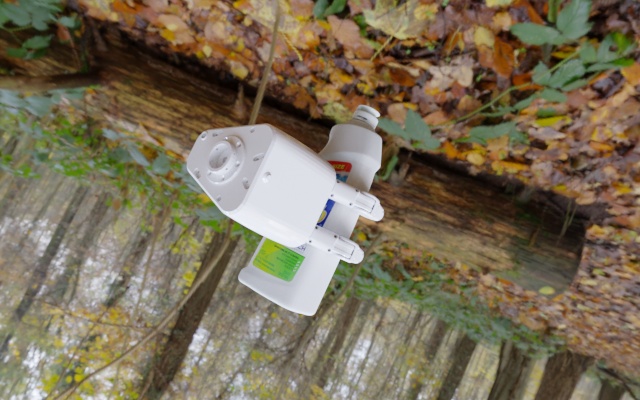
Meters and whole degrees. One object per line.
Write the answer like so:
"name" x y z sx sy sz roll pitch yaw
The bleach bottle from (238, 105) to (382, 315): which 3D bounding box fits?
"bleach bottle" 0.000 0.002 0.571 0.102 0.251 0.068 21 -7 37
